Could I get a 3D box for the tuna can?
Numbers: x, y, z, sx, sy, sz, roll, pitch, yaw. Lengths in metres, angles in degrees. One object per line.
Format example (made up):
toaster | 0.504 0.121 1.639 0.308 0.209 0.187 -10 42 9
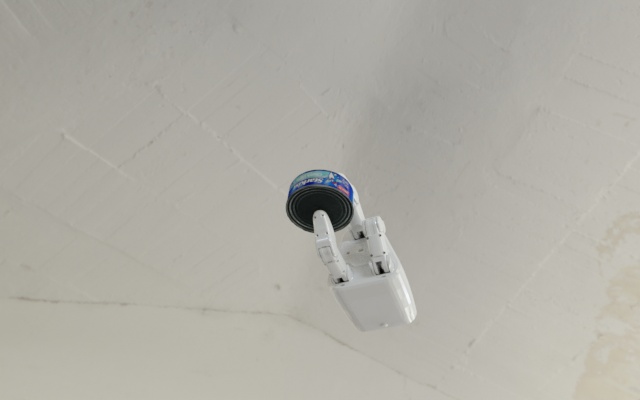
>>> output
tuna can | 0.000 0.002 0.606 0.086 0.086 0.033 3 45 3
